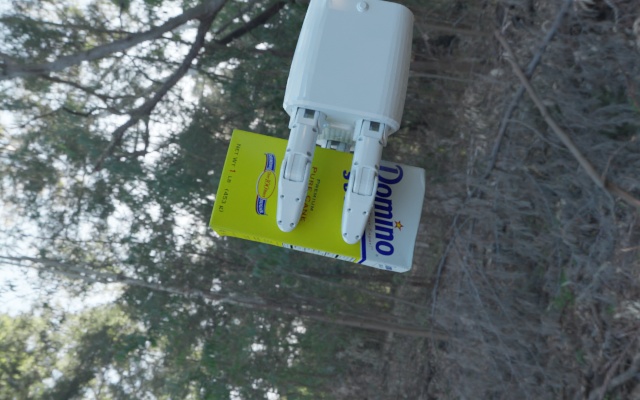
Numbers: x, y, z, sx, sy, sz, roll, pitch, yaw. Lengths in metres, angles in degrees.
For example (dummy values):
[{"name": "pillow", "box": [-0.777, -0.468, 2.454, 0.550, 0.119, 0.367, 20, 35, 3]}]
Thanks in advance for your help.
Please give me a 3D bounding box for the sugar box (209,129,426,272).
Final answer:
[{"name": "sugar box", "box": [0.000, 0.001, 0.426, 0.176, 0.093, 0.048, 11, -12, 2]}]
